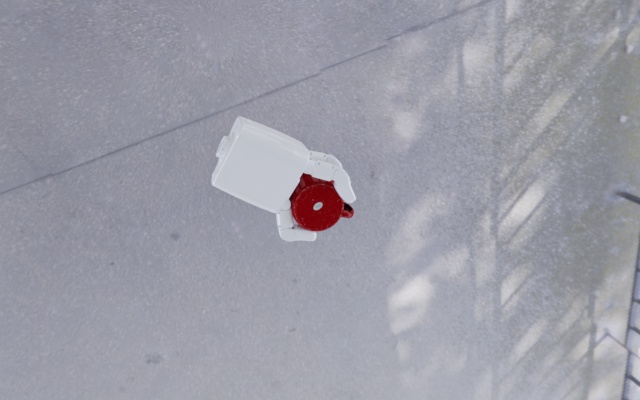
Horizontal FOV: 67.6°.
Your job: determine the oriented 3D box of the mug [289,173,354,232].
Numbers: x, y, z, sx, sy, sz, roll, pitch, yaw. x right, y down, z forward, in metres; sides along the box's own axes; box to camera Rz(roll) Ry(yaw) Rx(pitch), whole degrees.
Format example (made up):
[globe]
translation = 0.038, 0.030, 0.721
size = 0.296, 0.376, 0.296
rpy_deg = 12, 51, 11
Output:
[mug]
translation = 0.001, 0.003, 0.761
size = 0.117, 0.093, 0.081
rpy_deg = 22, 14, -19
